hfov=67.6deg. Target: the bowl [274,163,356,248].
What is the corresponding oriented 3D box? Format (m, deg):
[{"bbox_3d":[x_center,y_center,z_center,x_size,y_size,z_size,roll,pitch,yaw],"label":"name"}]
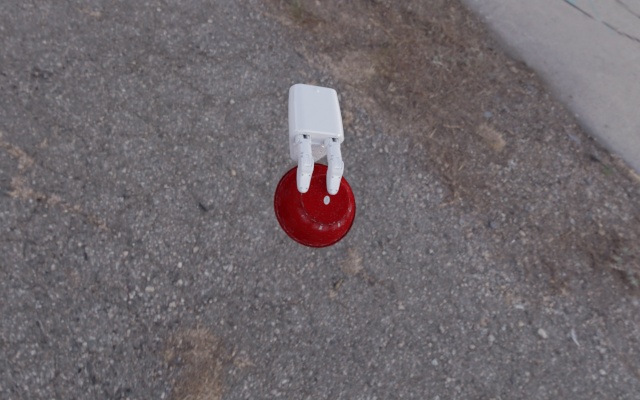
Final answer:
[{"bbox_3d":[0.001,0.004,0.860,0.162,0.162,0.055,0,-11,-21],"label":"bowl"}]
